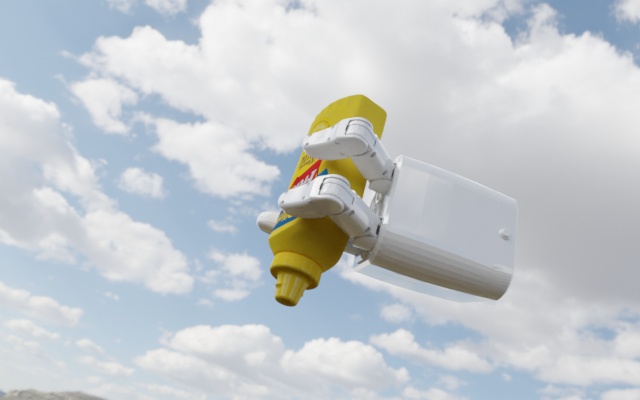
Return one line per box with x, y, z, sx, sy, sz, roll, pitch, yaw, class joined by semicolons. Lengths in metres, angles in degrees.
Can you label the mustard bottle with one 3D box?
0.000;0.001;0.416;0.058;0.191;0.096;33;-34;-22;mustard bottle
